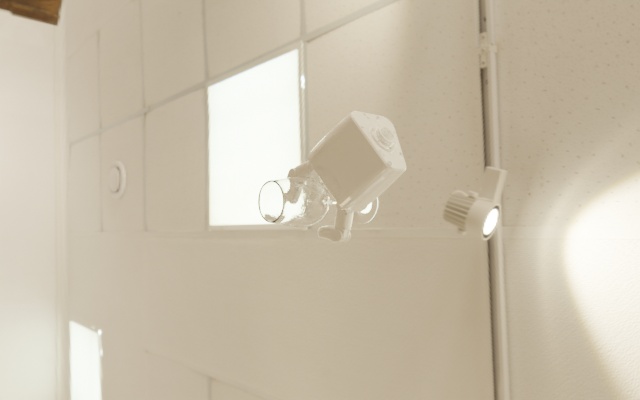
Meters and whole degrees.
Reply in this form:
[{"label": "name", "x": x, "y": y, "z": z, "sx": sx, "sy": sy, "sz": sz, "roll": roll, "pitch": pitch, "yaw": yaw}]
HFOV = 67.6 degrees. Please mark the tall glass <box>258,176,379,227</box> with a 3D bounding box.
[{"label": "tall glass", "x": 0.001, "y": 0.003, "z": 0.757, "sx": 0.201, "sy": 0.079, "sz": 0.079, "roll": 0, "pitch": 0, "yaw": -43}]
